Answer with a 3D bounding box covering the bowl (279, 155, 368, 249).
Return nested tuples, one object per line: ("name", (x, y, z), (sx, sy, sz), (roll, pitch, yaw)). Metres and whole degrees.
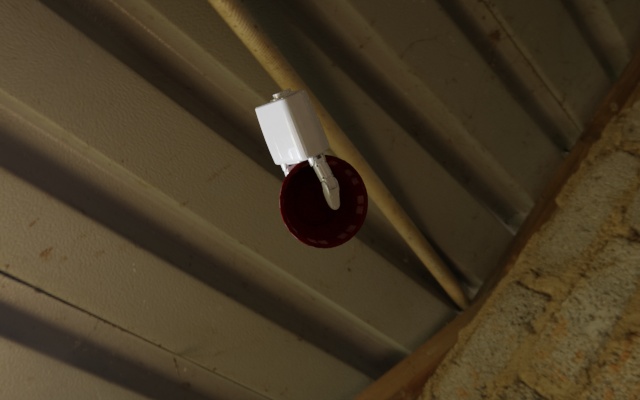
("bowl", (0.000, 0.004, 0.844), (0.162, 0.162, 0.055), (0, -2, -19))
